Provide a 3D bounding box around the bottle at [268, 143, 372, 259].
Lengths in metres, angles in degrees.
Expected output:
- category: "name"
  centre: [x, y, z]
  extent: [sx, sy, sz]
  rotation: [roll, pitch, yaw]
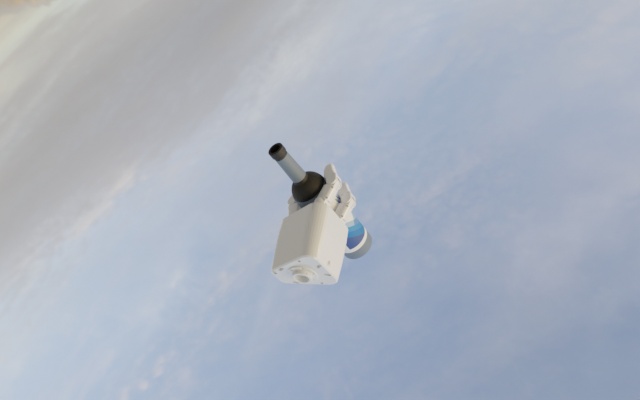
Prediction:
- category: "bottle"
  centre: [0.000, 0.003, 0.869]
  extent: [0.069, 0.069, 0.296]
  rotation: [0, -36, 39]
